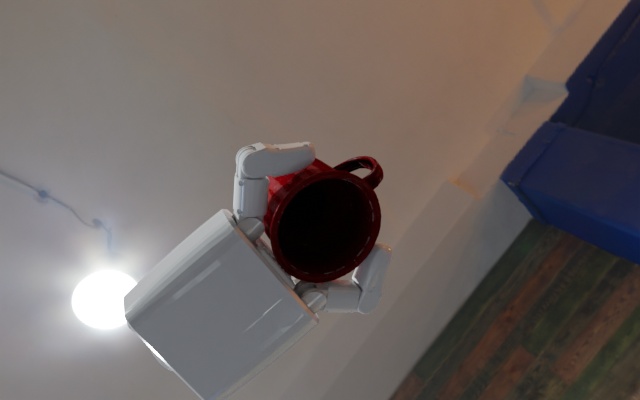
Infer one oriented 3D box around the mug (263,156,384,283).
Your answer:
[{"bbox_3d":[0.001,0.000,0.402,0.117,0.093,0.081,-40,30,-5],"label":"mug"}]
